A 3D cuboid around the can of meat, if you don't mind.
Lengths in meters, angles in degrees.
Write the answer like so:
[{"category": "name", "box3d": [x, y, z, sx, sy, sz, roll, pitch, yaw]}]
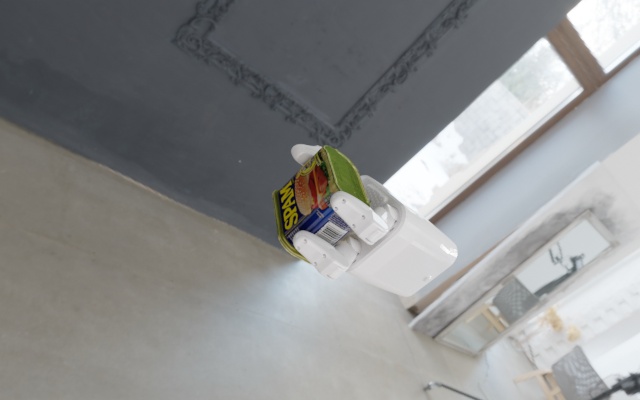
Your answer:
[{"category": "can of meat", "box3d": [0.000, 0.001, 0.500, 0.057, 0.084, 0.102, 33, 26, -31]}]
